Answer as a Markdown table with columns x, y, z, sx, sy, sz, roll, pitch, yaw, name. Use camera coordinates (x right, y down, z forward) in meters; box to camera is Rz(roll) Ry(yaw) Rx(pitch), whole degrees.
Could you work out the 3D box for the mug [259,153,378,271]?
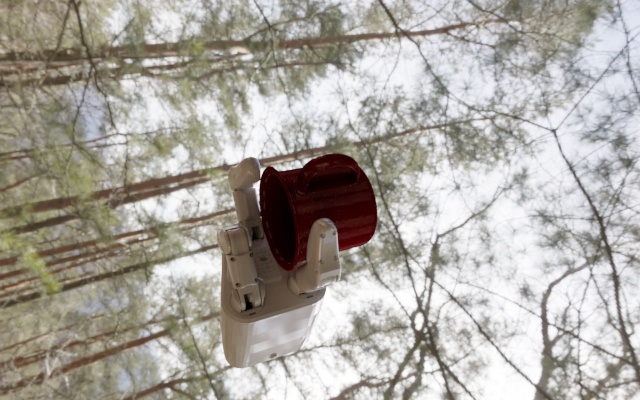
| x | y | z | sx | sy | sz | roll | pitch | yaw | name |
| --- | --- | --- | --- | --- | --- | --- | --- | --- | --- |
| 0.001 | 0.000 | 0.423 | 0.081 | 0.093 | 0.117 | -11 | -37 | -23 | mug |
